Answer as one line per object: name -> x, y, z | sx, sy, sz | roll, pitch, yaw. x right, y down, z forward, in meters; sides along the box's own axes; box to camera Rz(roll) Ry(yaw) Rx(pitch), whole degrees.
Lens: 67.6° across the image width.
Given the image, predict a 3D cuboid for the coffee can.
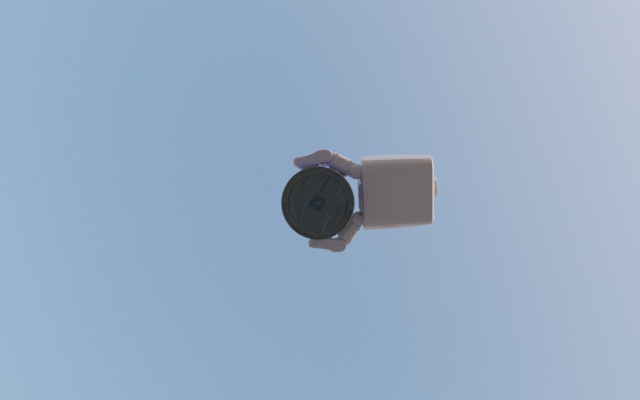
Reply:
coffee can -> 0.000, 0.002, 0.730 | 0.103, 0.103, 0.140 | 0, 1, 3
